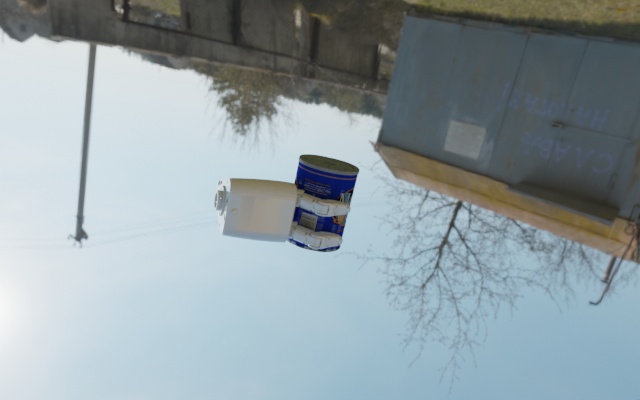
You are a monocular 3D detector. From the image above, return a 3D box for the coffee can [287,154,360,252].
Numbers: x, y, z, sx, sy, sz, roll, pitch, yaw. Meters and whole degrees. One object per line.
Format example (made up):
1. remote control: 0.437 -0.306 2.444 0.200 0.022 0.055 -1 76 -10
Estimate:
1. coffee can: 0.000 0.003 0.808 0.103 0.140 0.102 12 15 -3
